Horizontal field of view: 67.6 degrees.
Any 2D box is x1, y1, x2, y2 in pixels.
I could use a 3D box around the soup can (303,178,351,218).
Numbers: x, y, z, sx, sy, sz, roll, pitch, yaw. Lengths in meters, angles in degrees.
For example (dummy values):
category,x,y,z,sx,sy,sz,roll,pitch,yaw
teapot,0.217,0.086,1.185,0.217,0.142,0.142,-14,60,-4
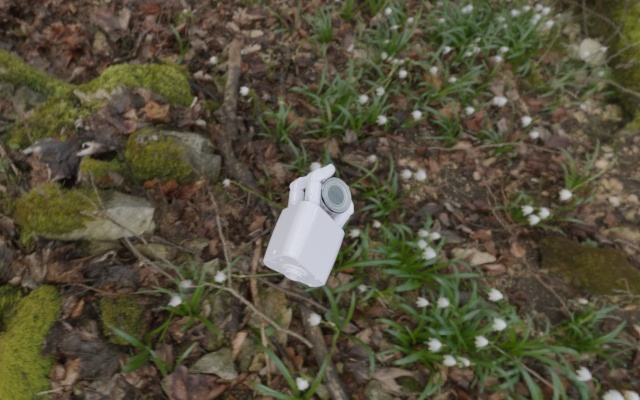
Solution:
category,x,y,z,sx,sy,sz,roll,pitch,yaw
soup can,0.001,0.002,0.882,0.068,0.068,0.102,0,-15,-36
